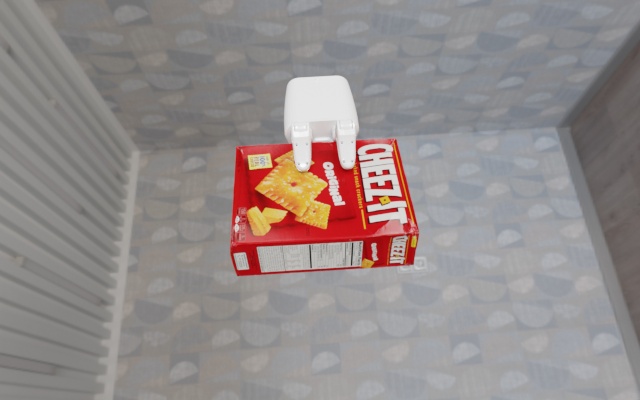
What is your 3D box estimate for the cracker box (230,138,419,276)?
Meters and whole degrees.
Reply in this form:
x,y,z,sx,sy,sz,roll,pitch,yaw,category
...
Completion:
x,y,z,sx,sy,sz,roll,pitch,yaw,category
0.000,0.002,0.593,0.214,0.164,0.072,-4,-41,-1,cracker box
